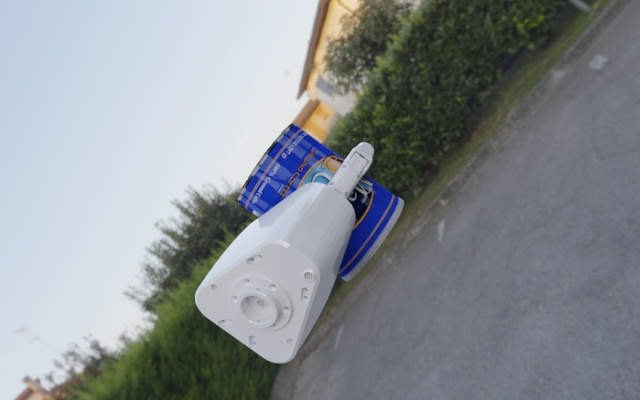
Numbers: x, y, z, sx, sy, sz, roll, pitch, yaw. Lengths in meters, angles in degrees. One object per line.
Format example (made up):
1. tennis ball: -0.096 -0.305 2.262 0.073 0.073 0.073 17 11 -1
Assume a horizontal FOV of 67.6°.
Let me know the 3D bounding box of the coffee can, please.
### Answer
1. coffee can: 0.000 0.002 0.496 0.140 0.103 0.103 36 0 0
